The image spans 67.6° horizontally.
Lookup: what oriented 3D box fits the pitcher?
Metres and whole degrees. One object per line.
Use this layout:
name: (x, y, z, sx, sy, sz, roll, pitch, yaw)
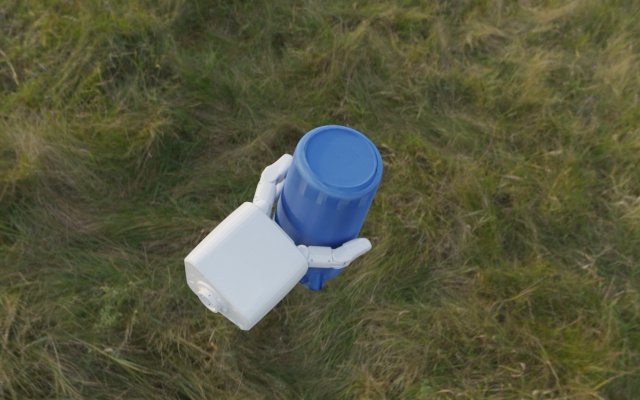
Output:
pitcher: (0.000, 0.002, 0.664, 0.145, 0.149, 0.243, -42, -15, -30)
